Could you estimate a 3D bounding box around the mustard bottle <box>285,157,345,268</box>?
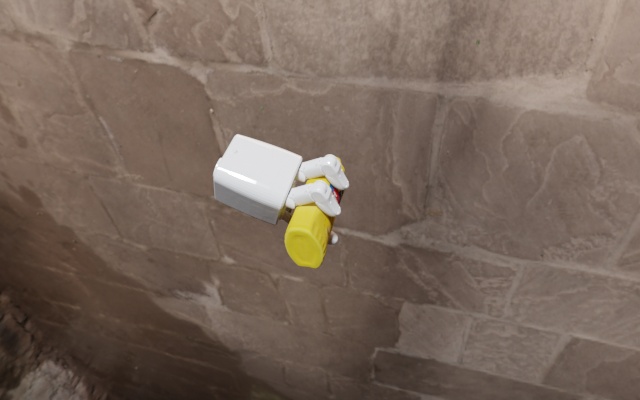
[{"bbox_3d":[0.000,0.003,0.736,0.058,0.191,0.096,5,-42,16],"label":"mustard bottle"}]
